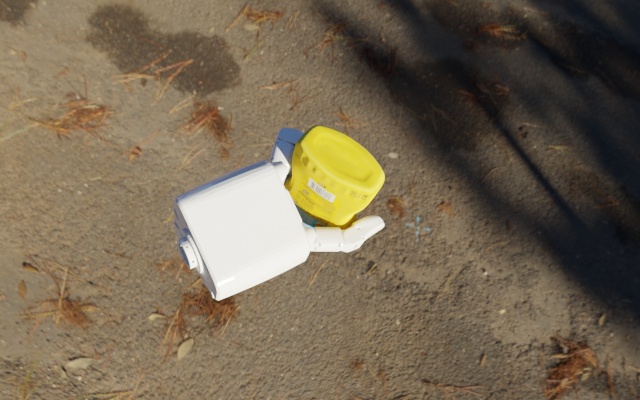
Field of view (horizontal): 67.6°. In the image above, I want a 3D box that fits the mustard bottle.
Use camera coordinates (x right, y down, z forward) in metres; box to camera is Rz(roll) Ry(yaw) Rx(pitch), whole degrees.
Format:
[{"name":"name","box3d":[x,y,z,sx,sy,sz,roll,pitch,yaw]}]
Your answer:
[{"name":"mustard bottle","box3d":[0.000,0.002,0.557,0.096,0.058,0.192,35,-32,6]}]
